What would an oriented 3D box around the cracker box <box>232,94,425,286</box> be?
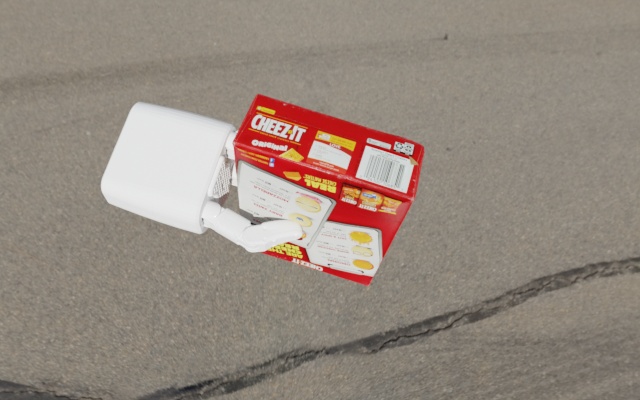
[{"bbox_3d":[0.000,0.002,0.505,0.164,0.072,0.214,17,-30,4],"label":"cracker box"}]
